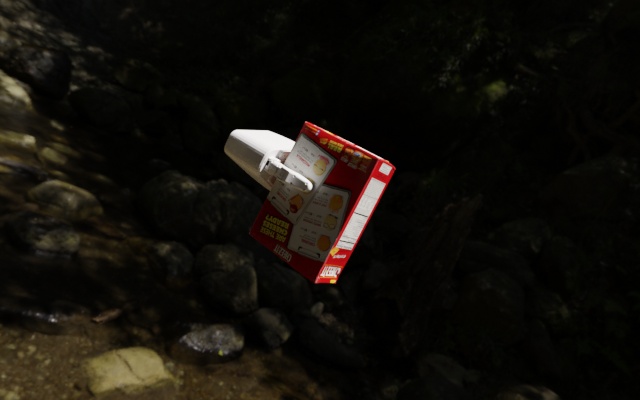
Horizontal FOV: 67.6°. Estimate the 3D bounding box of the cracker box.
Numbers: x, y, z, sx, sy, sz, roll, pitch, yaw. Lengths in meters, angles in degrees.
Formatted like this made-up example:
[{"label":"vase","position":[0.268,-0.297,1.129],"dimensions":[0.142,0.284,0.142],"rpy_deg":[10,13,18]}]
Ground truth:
[{"label":"cracker box","position":[0.000,0.002,0.775],"dimensions":[0.164,0.214,0.072],"rpy_deg":[31,8,35]}]
